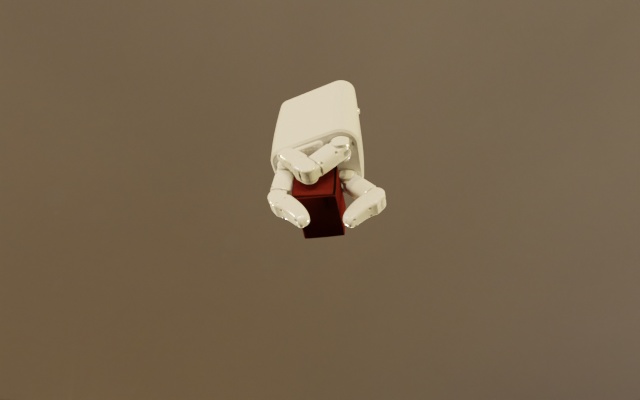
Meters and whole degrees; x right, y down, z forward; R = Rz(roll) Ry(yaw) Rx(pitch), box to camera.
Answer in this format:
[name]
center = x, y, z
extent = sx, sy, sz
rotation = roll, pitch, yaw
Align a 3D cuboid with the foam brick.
[foam brick]
center = 0.000, 0.002, 0.580
extent = 0.053, 0.051, 0.078
rotation = -4, -42, 9
